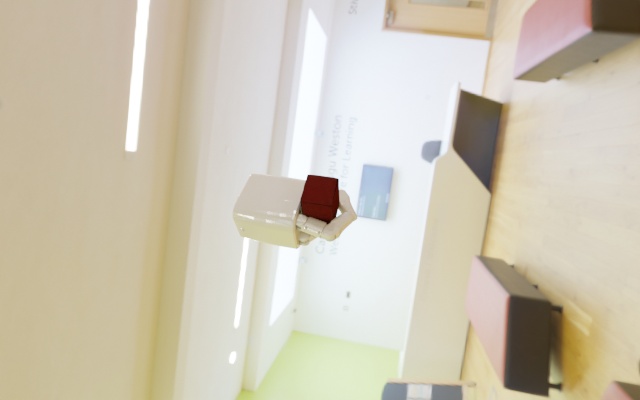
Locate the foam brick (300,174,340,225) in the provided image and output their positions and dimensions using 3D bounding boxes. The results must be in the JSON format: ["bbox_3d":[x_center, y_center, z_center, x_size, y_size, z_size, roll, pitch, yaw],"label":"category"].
[{"bbox_3d":[0.000,0.002,0.760,0.051,0.053,0.078,10,-30,9],"label":"foam brick"}]
